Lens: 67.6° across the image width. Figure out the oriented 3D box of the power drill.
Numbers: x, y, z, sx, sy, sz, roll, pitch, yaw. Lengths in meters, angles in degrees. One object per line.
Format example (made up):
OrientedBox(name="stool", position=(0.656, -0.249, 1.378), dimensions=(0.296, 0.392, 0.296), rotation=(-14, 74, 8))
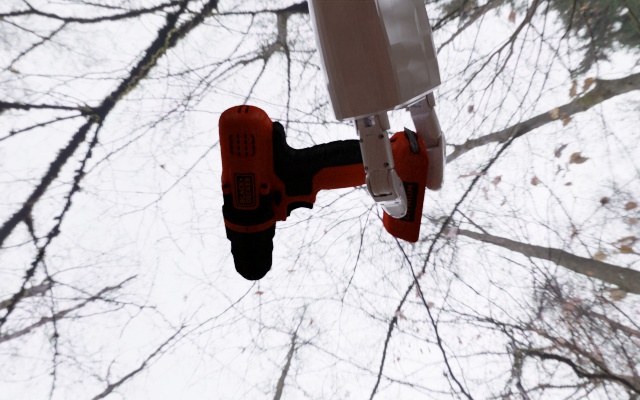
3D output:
OrientedBox(name="power drill", position=(0.001, 0.001, 0.451), dimensions=(0.187, 0.185, 0.057), rotation=(-1, 33, -3))
